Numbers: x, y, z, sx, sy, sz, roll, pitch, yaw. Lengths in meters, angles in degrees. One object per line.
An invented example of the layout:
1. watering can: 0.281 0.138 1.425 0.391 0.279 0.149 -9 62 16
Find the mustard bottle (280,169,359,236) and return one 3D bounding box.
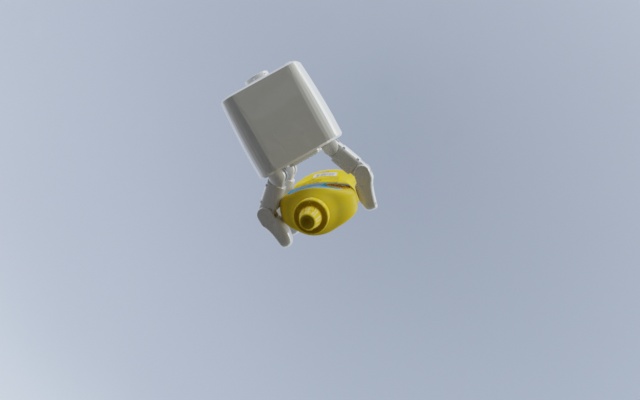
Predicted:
1. mustard bottle: 0.000 0.002 0.608 0.096 0.058 0.191 -3 12 10
